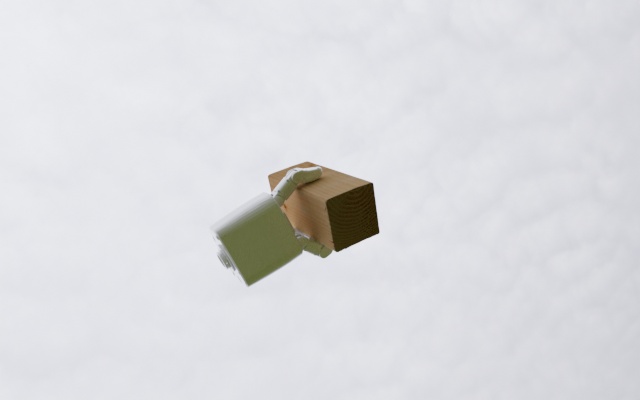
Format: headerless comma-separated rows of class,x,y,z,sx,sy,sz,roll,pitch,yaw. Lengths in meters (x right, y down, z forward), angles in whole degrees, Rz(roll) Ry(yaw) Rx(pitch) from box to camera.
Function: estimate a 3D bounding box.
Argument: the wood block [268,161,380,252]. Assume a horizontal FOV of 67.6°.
wood block,0.000,0.002,0.814,0.090,0.091,0.206,-21,24,-25
